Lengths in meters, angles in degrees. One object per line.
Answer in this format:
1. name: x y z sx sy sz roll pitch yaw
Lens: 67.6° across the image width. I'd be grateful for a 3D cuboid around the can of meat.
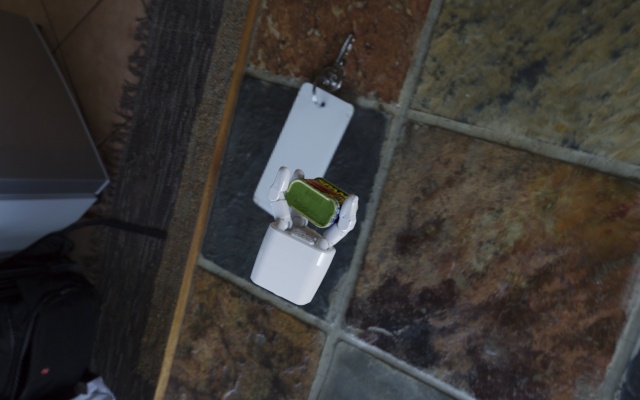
1. can of meat: 0.000 0.003 0.809 0.102 0.057 0.084 33 16 22
